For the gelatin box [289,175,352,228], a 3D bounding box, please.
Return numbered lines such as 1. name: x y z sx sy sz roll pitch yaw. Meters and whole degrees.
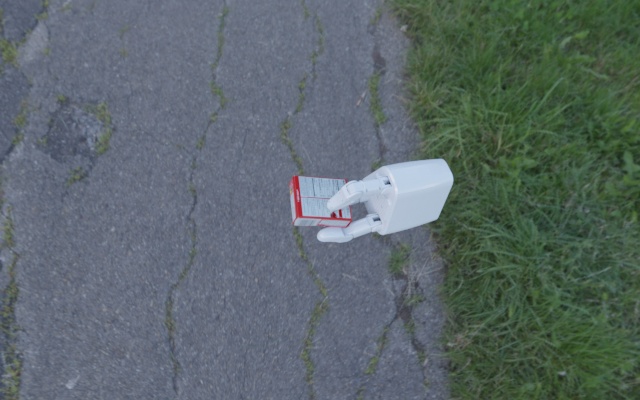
1. gelatin box: 0.000 0.002 0.725 0.089 0.073 0.030 4 -30 -19
